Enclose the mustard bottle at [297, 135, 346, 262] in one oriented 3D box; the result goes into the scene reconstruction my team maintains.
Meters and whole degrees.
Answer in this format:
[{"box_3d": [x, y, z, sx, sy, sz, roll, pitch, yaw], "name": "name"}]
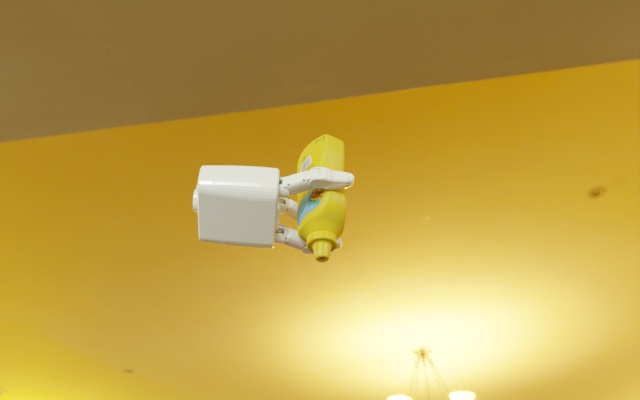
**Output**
[{"box_3d": [0.000, 0.002, 0.683, 0.058, 0.191, 0.096, 21, -44, -24], "name": "mustard bottle"}]
